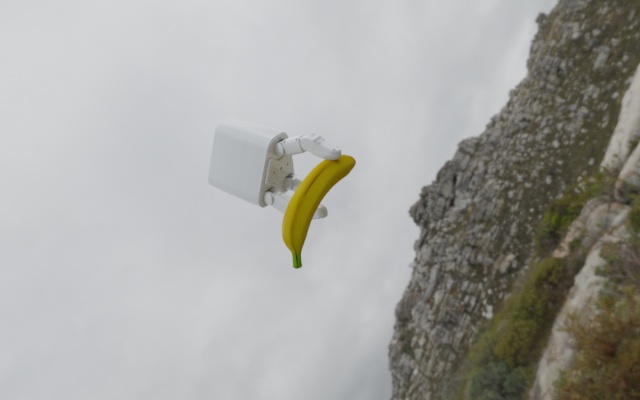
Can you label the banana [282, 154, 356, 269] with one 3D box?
[{"bbox_3d":[-0.005,-0.007,0.653,0.037,0.197,0.070,15,-33,25],"label":"banana"}]
